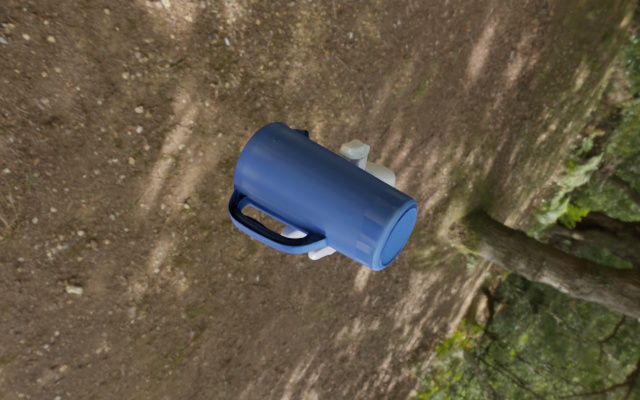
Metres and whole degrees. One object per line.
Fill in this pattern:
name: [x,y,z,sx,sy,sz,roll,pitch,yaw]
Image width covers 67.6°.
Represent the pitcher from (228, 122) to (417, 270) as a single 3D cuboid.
pitcher: [0.000,0.002,0.666,0.242,0.149,0.145,29,16,25]
